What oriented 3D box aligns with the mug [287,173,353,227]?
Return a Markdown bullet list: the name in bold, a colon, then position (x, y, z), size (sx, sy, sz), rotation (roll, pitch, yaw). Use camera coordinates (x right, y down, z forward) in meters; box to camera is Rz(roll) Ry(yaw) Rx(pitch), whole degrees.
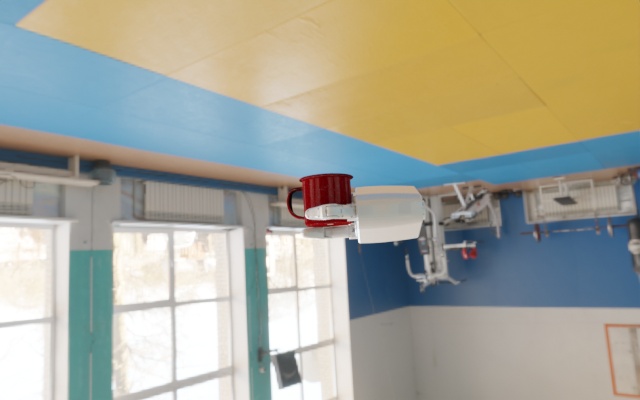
- **mug**: position (-0.001, 0.003, 0.812), size (0.117, 0.081, 0.093), rotation (-4, -7, 6)
